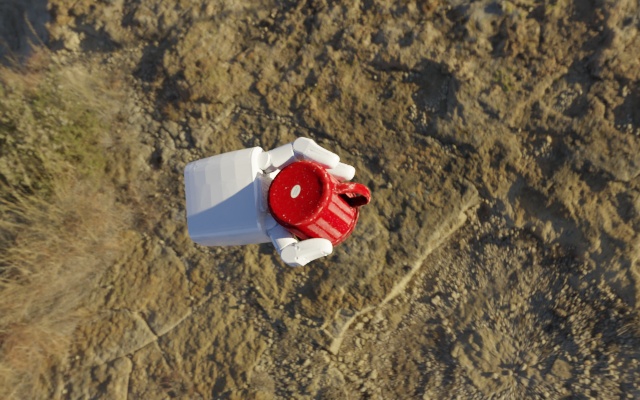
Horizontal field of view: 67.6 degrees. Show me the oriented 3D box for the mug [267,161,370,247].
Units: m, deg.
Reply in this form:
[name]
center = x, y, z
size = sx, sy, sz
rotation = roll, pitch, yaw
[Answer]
[mug]
center = 0.001, 0.002, 0.562
size = 0.117, 0.093, 0.081
rotation = -10, -22, 20
